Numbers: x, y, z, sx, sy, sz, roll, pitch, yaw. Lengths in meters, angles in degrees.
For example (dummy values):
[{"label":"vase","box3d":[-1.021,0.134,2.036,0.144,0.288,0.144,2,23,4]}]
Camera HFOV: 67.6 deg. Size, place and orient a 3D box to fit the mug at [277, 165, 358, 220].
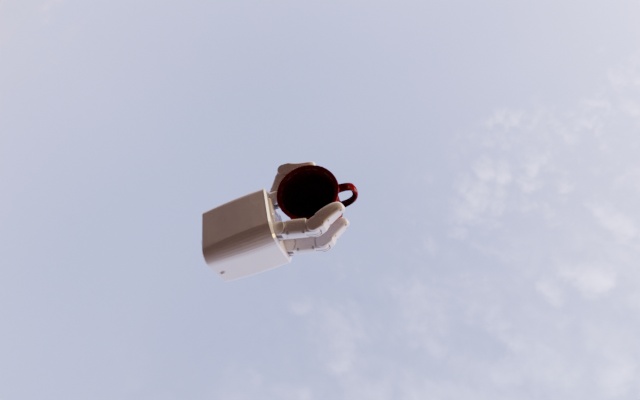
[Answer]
[{"label":"mug","box3d":[0.002,0.002,0.727,0.117,0.093,0.081,-18,-31,3]}]
